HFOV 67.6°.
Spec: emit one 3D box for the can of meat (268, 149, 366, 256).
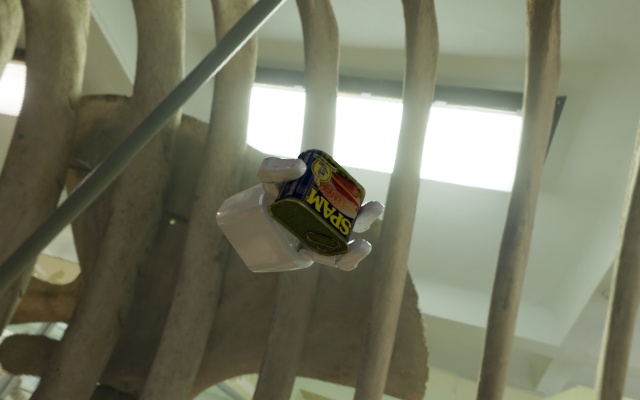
[{"bbox_3d":[0.000,0.001,0.558,0.057,0.084,0.102,-18,-51,45],"label":"can of meat"}]
